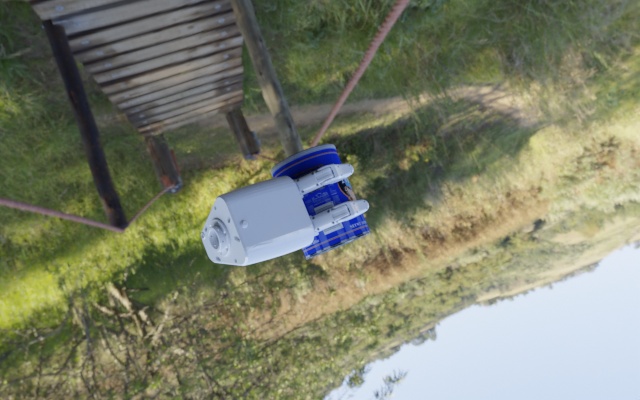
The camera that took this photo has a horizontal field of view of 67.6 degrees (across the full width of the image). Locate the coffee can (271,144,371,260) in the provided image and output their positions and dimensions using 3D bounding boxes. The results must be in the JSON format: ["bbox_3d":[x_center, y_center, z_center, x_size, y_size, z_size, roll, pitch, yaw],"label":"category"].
[{"bbox_3d":[0.000,0.002,0.700,0.103,0.140,0.103,-22,-7,-3],"label":"coffee can"}]
